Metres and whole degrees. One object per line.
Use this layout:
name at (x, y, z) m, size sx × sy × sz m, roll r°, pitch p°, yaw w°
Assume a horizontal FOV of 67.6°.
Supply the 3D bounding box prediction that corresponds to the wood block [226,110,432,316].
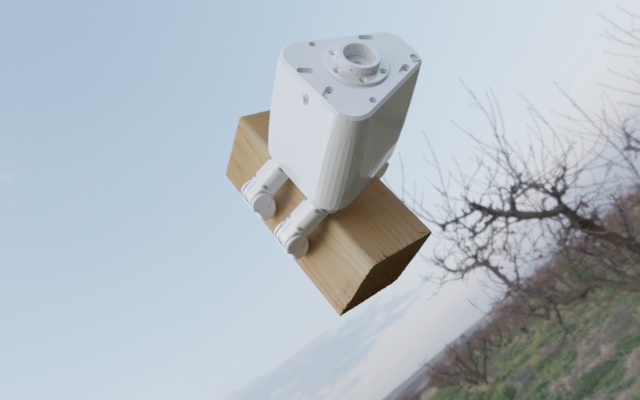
wood block at (0.000, 0.001, 0.499) m, size 0.091 × 0.206 × 0.090 m, roll -22°, pitch -30°, yaw -38°
